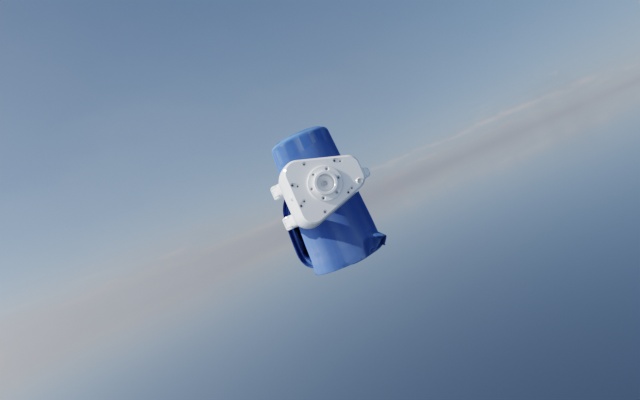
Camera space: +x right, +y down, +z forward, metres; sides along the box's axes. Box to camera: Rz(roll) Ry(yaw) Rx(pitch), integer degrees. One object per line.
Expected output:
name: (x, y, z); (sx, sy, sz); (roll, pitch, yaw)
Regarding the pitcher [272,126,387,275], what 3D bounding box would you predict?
pitcher: (0.000, 0.003, 0.845); (0.149, 0.243, 0.145); (-23, -1, -6)
